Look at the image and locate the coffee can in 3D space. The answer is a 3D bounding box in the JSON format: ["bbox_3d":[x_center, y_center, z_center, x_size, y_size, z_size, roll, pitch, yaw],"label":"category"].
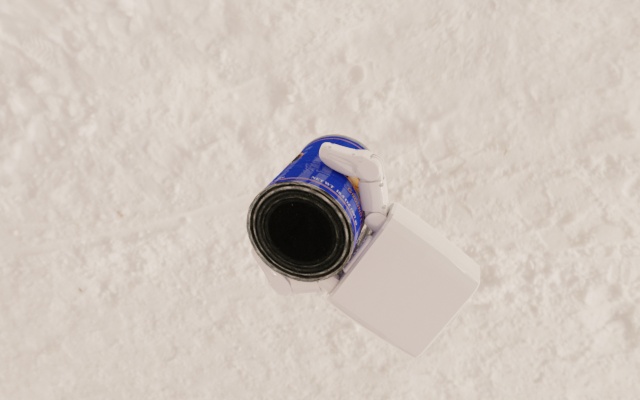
[{"bbox_3d":[0.000,0.001,0.488,0.103,0.103,0.140,0,24,18],"label":"coffee can"}]
